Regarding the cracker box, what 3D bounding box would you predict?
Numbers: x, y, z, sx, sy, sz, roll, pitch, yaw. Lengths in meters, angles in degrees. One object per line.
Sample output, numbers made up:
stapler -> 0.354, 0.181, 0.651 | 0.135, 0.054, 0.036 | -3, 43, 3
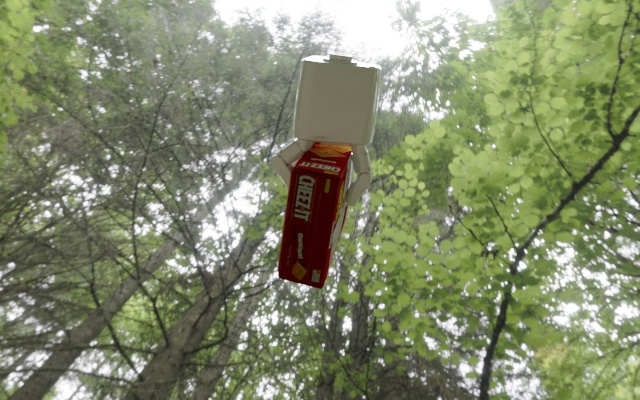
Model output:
cracker box -> 0.000, 0.002, 0.707 | 0.072, 0.164, 0.213 | 11, 22, 7
